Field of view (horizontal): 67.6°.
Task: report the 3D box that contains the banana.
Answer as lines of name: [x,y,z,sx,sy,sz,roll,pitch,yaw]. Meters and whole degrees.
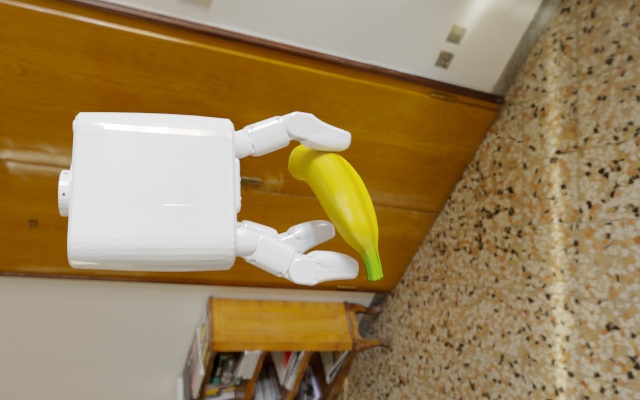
banana: [0.003,-0.013,0.417,0.037,0.070,0.197,-4,30,-19]
